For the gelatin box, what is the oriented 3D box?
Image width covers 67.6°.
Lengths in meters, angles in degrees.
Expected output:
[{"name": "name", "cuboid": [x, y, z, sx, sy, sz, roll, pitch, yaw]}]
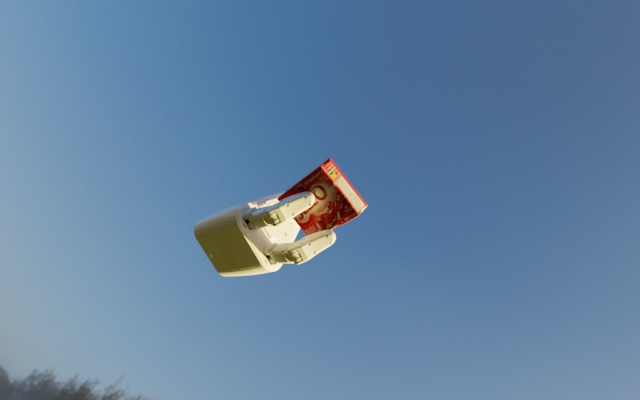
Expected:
[{"name": "gelatin box", "cuboid": [0.001, 0.002, 0.580, 0.089, 0.073, 0.030, -33, 7, 39]}]
